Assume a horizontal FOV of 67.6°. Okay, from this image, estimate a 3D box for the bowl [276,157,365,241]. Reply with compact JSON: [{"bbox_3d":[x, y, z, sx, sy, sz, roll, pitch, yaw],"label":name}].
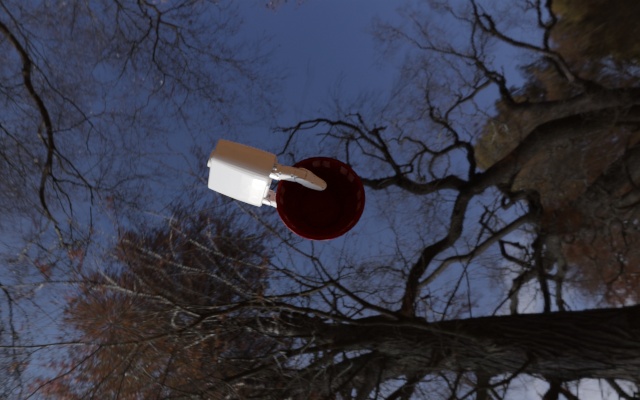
[{"bbox_3d":[0.001,0.004,0.877,0.162,0.162,0.055,0,-21,1],"label":"bowl"}]
